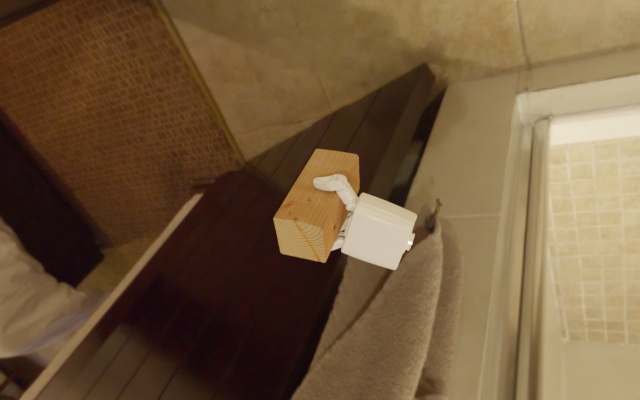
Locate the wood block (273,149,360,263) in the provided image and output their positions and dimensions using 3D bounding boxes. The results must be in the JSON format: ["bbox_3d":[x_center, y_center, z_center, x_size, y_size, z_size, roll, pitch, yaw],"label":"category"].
[{"bbox_3d":[0.000,0.003,0.884,0.090,0.091,0.206,10,43,18],"label":"wood block"}]
